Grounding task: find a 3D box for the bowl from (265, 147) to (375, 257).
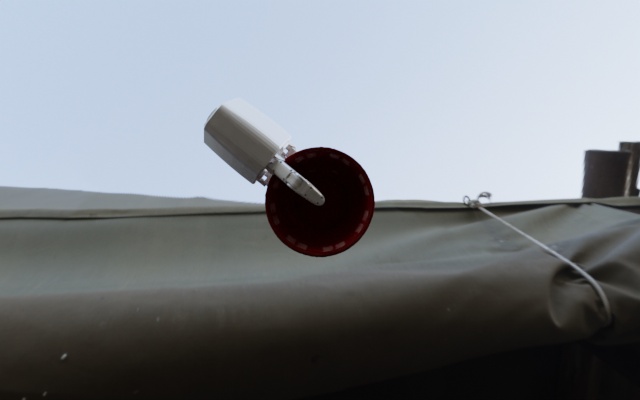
[{"bbox_3d":[0.001,0.003,0.722,0.162,0.162,0.055,0,-1,4],"label":"bowl"}]
